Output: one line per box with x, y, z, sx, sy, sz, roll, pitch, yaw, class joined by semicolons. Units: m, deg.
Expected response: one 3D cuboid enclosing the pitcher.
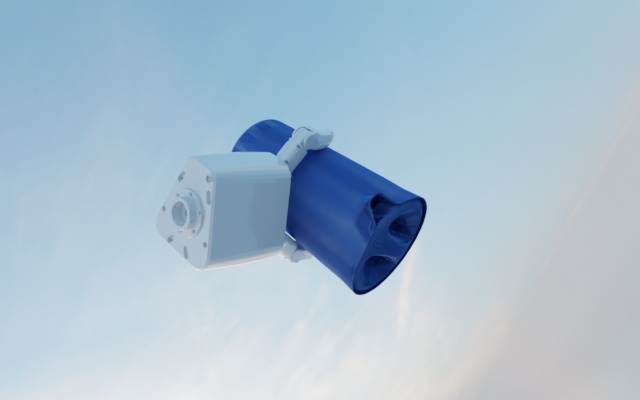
0.000;0.002;0.604;0.242;0.149;0.145;35;25;29;pitcher
